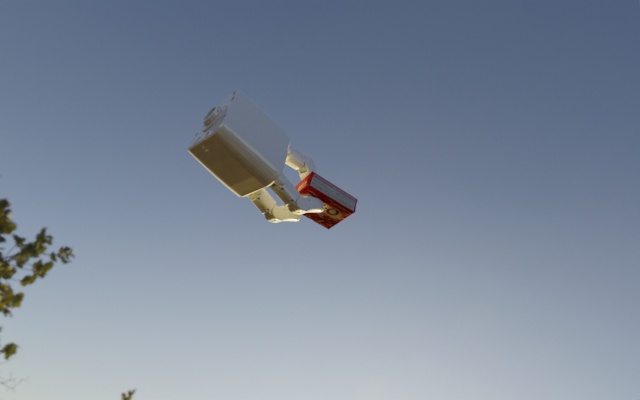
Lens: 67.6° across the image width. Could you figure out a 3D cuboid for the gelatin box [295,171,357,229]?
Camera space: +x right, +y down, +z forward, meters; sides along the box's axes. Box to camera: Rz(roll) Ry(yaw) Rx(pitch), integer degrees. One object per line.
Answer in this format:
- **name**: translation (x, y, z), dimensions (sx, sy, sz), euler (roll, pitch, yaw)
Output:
- **gelatin box**: translation (0.000, 0.002, 0.740), dimensions (0.089, 0.030, 0.073), euler (30, -38, -19)
